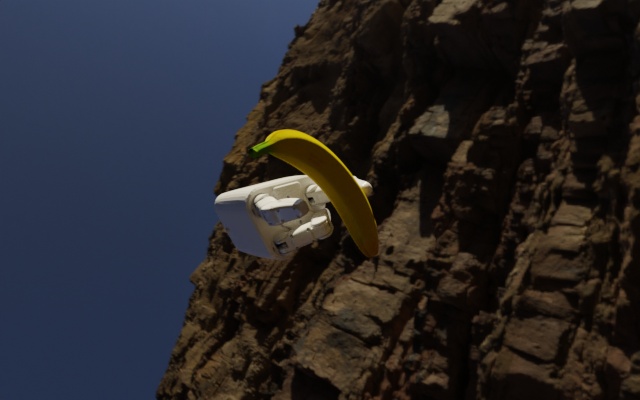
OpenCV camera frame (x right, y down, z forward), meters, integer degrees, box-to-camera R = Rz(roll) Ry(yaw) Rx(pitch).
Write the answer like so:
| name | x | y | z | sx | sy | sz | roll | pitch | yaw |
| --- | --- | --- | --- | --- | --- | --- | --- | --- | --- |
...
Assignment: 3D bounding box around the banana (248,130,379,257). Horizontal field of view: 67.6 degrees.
| name | x | y | z | sx | sy | sz | roll | pitch | yaw |
| --- | --- | --- | --- | --- | --- | --- | --- | --- | --- |
| banana | 0.006 | -0.016 | 0.515 | 0.198 | 0.069 | 0.037 | 40 | -24 | -29 |
